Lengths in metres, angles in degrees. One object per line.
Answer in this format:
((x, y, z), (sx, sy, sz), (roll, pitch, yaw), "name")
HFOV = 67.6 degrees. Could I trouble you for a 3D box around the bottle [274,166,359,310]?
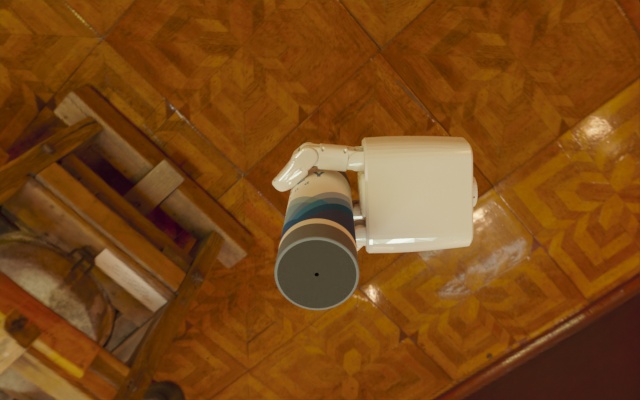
((0.000, 0.002, 0.506), (0.069, 0.069, 0.295), (0, 23, 1), "bottle")
